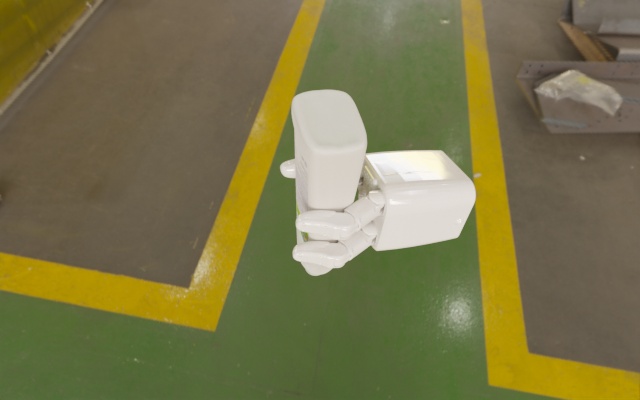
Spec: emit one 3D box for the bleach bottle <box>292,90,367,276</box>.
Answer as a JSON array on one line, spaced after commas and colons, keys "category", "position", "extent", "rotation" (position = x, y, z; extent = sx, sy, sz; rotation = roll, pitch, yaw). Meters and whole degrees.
[{"category": "bleach bottle", "position": [0.000, 0.002, 0.565], "extent": [0.068, 0.102, 0.251], "rotation": [-6, -40, -11]}]
